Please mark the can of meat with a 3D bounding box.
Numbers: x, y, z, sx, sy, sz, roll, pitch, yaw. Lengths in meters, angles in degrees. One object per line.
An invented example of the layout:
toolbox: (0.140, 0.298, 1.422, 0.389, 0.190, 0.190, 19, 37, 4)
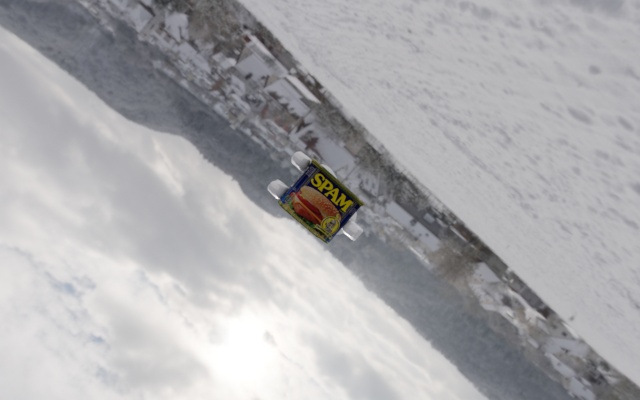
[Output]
can of meat: (0.000, 0.003, 0.707, 0.102, 0.084, 0.057, 41, 2, -8)
